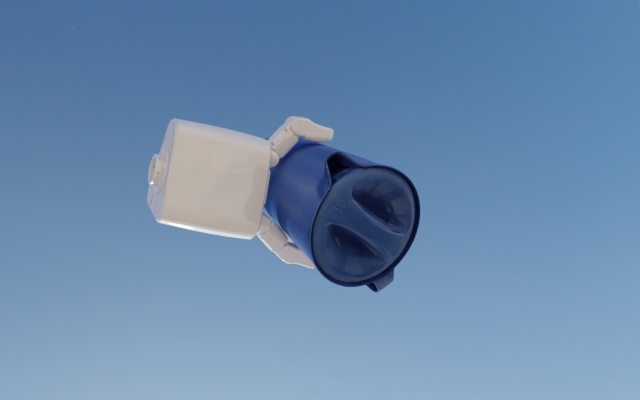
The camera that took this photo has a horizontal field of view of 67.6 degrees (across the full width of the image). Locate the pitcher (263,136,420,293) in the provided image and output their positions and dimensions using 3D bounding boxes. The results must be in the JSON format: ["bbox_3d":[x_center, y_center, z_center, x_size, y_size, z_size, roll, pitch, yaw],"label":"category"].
[{"bbox_3d":[0.000,0.002,0.585,0.145,0.149,0.242,12,12,-31],"label":"pitcher"}]
